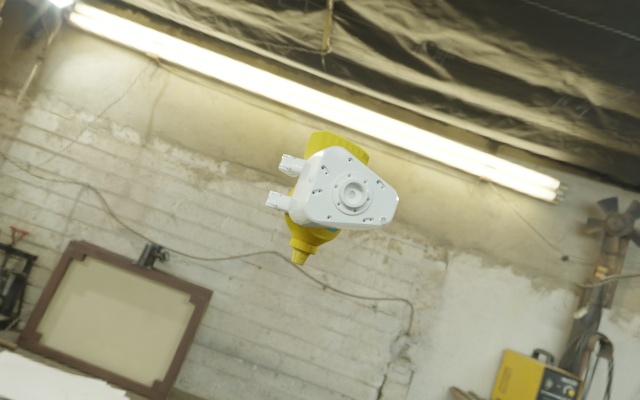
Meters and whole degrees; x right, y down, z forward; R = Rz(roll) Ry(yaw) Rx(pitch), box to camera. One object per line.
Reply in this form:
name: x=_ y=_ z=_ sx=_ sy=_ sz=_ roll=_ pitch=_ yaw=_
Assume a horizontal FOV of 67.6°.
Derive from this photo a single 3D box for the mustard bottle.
mustard bottle: x=0.000 y=0.002 z=0.698 sx=0.096 sy=0.191 sz=0.058 roll=24 pitch=-7 yaw=-34
